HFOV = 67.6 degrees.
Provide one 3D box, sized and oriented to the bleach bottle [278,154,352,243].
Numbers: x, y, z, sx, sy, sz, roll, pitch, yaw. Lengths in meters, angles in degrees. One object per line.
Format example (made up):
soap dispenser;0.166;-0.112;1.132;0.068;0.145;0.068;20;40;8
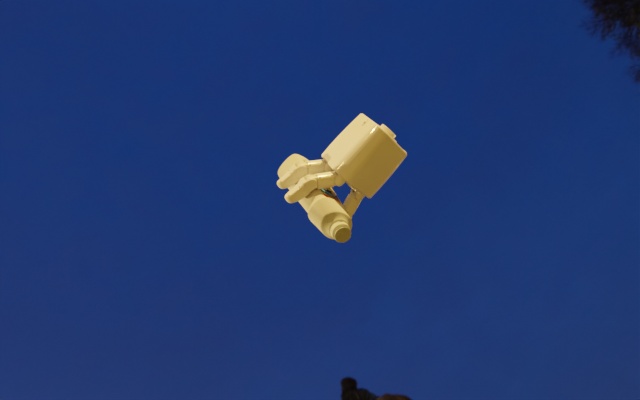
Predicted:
bleach bottle;0.000;0.003;0.855;0.103;0.068;0.250;37;9;-33
